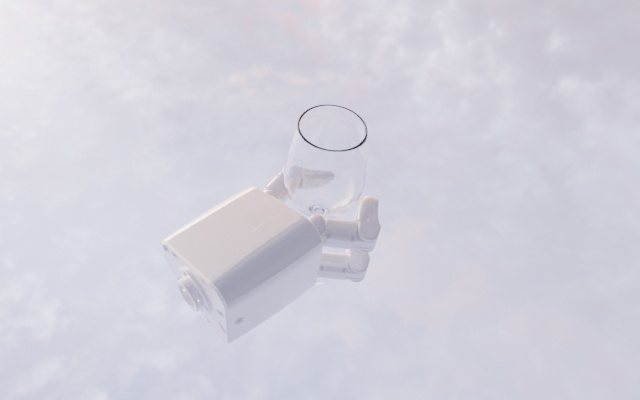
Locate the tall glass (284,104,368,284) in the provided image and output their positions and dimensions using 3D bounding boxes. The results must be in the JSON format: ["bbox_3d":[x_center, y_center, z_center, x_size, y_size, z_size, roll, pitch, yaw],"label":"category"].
[{"bbox_3d":[0.000,0.002,0.485,0.079,0.079,0.201,0,-41,-8],"label":"tall glass"}]
